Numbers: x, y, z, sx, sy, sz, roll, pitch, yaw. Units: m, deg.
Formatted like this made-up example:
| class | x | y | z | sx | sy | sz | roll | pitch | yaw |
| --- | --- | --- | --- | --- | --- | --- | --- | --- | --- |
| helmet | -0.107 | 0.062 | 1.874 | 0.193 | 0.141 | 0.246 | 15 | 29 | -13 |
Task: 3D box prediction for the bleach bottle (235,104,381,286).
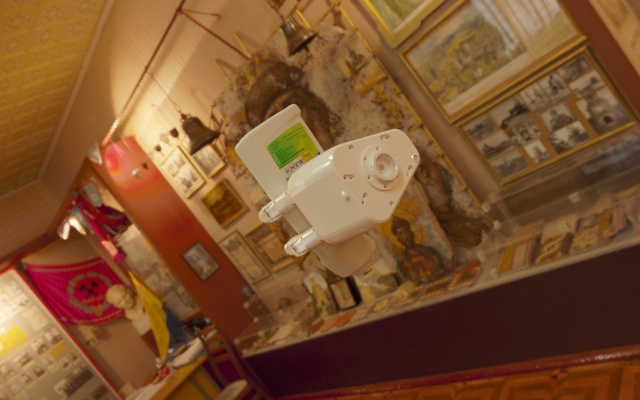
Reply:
| class | x | y | z | sx | sy | sz | roll | pitch | yaw |
| --- | --- | --- | --- | --- | --- | --- | --- | --- | --- |
| bleach bottle | 0.000 | 0.002 | 0.637 | 0.102 | 0.251 | 0.068 | -40 | 5 | -30 |
